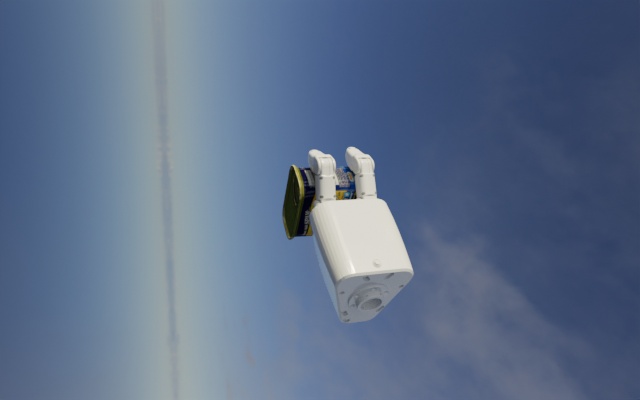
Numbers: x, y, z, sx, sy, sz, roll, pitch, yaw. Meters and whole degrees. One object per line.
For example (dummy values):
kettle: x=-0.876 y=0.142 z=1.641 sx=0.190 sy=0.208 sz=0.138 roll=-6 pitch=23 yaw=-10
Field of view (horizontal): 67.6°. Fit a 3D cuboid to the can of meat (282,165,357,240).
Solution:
can of meat: x=0.000 y=0.002 z=0.633 sx=0.084 sy=0.102 sz=0.057 roll=-2 pitch=44 yaw=-18
